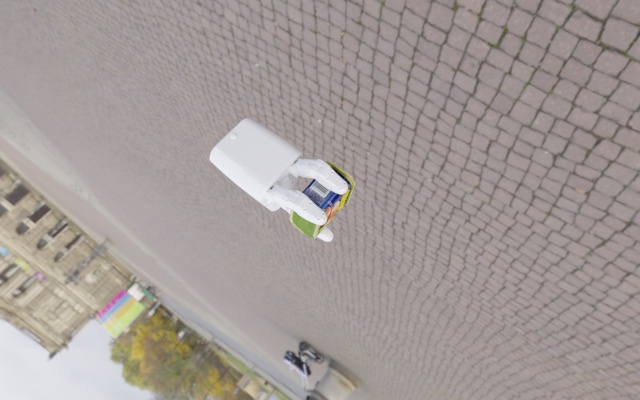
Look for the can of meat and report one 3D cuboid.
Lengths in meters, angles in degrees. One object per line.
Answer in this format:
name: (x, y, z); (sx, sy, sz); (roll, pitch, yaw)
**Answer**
can of meat: (0.000, 0.003, 0.716); (0.057, 0.084, 0.102); (38, -21, 10)
